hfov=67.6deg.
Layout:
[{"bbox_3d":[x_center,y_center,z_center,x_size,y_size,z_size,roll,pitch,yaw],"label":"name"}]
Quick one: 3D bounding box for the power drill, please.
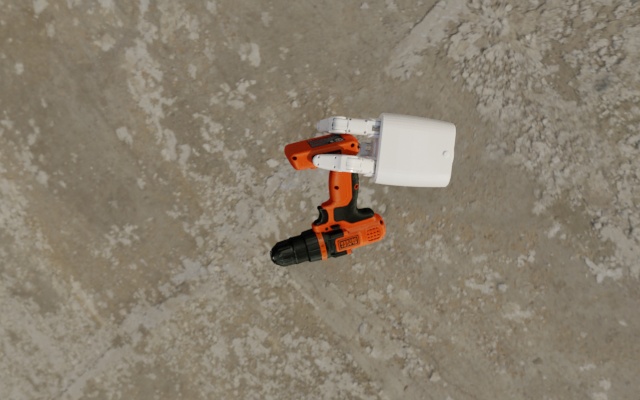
[{"bbox_3d":[0.000,0.002,0.712,0.184,0.188,0.057,-16,28,-11],"label":"power drill"}]
